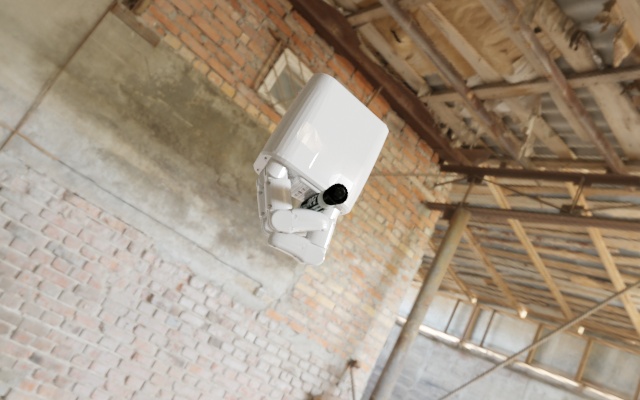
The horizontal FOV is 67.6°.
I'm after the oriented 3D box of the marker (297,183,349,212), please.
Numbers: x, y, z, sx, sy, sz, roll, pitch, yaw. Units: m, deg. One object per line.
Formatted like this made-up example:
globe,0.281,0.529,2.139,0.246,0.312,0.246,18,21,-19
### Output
marker,0.000,0.002,0.461,0.020,0.020,0.121,0,-8,-16
